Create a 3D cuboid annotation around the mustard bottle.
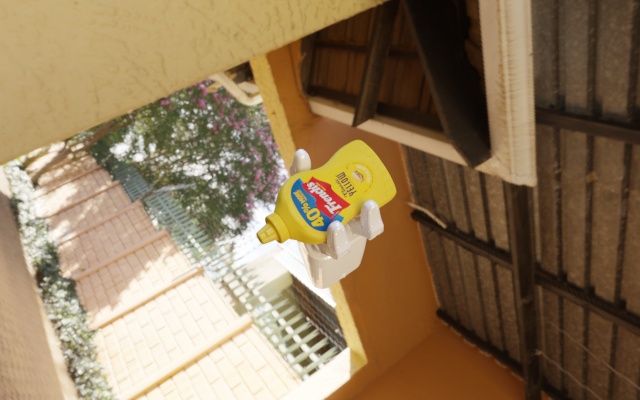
[{"bbox_3d":[0.000,0.002,0.628,0.191,0.096,0.058,-31,-6,-20],"label":"mustard bottle"}]
